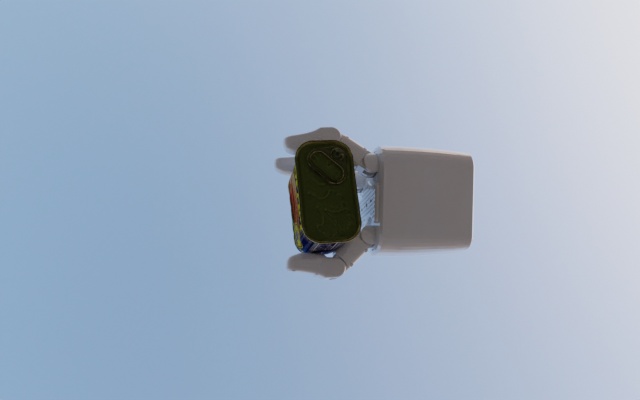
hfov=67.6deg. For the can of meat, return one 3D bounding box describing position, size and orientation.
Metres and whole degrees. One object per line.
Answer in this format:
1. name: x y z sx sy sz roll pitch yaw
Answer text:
1. can of meat: 0.000 0.002 0.487 0.057 0.102 0.084 -3 -16 -11
